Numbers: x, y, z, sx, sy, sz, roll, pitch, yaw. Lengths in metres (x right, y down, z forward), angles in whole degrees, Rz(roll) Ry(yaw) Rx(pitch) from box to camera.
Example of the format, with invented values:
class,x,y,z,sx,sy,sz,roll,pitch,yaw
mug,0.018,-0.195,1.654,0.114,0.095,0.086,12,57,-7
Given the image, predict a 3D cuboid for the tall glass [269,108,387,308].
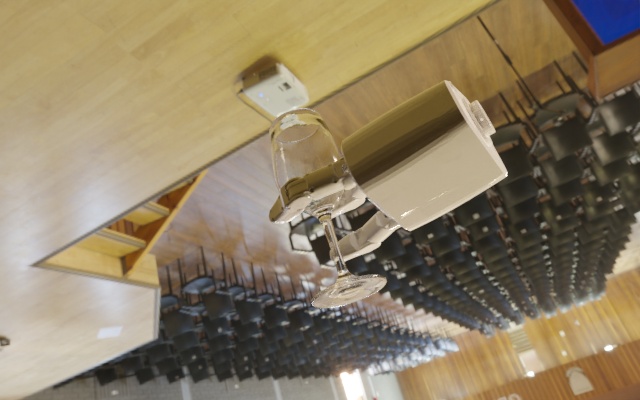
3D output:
class,x,y,z,sx,sy,sz,roll,pitch,yaw
tall glass,0.000,0.002,0.490,0.079,0.201,0.079,-15,-27,-7
